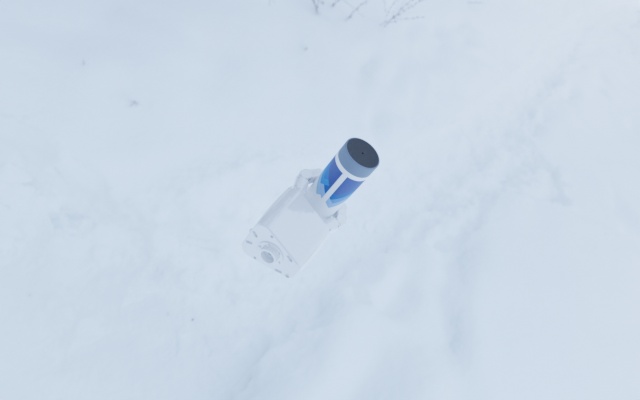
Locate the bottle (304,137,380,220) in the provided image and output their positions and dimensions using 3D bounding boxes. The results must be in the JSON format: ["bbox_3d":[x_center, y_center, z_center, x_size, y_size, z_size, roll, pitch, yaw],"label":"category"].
[{"bbox_3d":[0.000,0.003,0.883,0.069,0.069,0.296,0,-33,-34],"label":"bottle"}]
